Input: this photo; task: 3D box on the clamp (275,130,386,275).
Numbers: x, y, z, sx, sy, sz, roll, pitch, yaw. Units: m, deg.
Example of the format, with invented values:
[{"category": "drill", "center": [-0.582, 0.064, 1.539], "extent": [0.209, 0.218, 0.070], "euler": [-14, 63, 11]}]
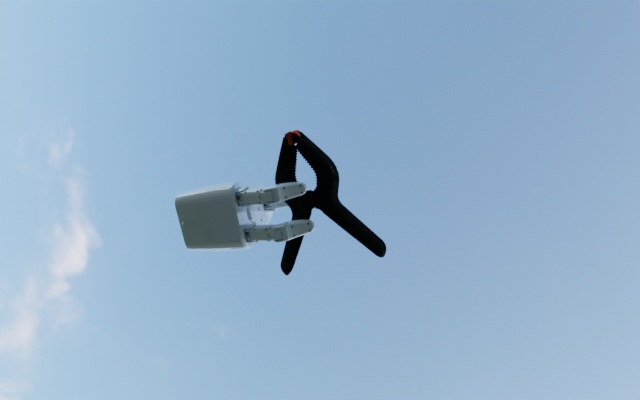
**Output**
[{"category": "clamp", "center": [0.000, 0.002, 0.675], "extent": [0.164, 0.210, 0.036], "euler": [-7, 11, 21]}]
